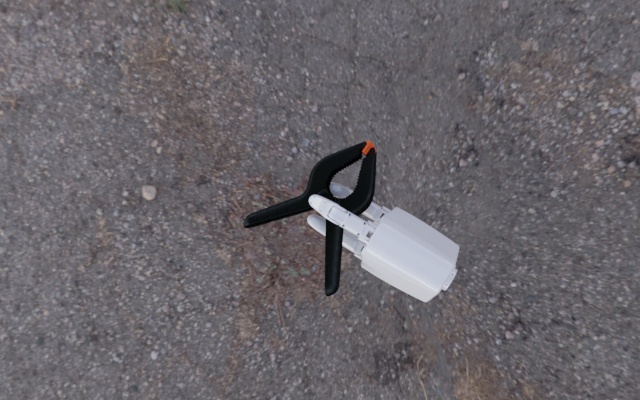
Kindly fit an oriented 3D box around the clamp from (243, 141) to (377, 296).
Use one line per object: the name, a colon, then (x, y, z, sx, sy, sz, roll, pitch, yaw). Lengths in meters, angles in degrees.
clamp: (0.000, 0.002, 0.660, 0.164, 0.210, 0.036, 31, 1, 13)
